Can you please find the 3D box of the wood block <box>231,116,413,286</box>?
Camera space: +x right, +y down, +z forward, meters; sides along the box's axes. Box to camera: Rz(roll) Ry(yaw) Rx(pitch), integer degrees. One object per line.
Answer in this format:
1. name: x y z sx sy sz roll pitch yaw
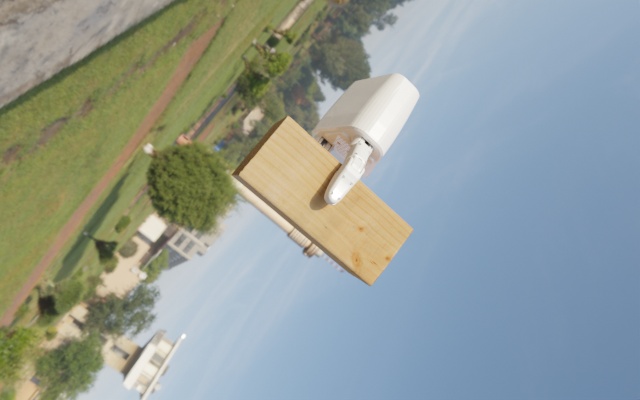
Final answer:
1. wood block: 0.001 0.002 0.592 0.206 0.090 0.091 41 -8 -14
